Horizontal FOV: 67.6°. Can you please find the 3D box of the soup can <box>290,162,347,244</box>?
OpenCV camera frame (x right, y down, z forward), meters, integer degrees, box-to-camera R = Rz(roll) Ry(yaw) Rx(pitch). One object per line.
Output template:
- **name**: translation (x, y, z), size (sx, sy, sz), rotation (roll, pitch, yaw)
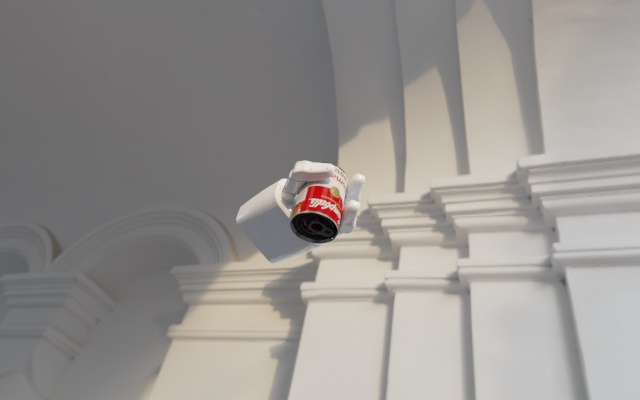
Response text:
- **soup can**: translation (0.000, 0.002, 0.694), size (0.068, 0.102, 0.069), rotation (8, -42, 7)
